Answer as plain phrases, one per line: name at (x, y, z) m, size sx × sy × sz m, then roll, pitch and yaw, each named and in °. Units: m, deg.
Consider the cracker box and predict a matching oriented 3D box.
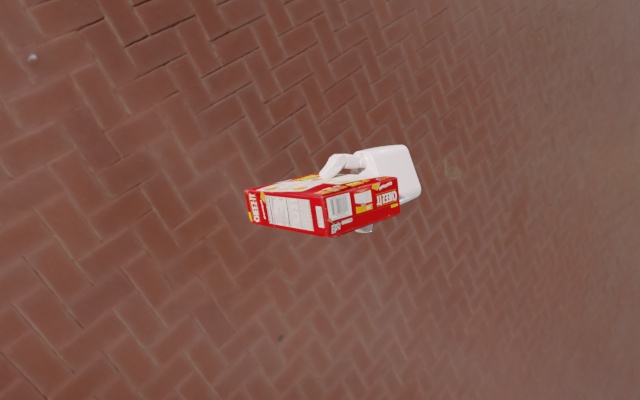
cracker box at (0.000, 0.002, 0.805) m, size 0.164 × 0.072 × 0.213 m, roll -15°, pitch 13°, yaw -38°
